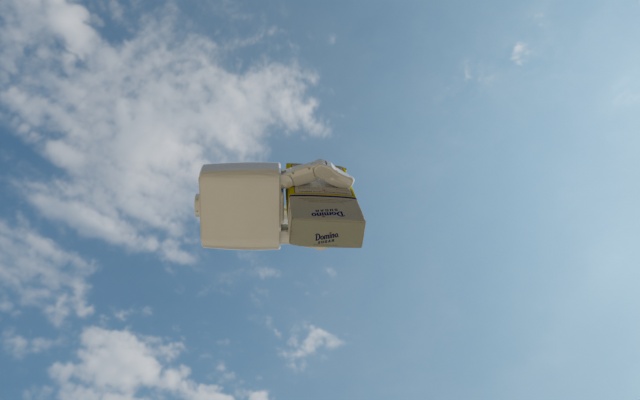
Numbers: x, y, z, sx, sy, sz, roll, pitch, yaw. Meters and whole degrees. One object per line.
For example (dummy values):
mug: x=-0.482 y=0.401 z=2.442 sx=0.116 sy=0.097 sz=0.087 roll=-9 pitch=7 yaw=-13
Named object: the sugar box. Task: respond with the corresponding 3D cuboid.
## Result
sugar box: x=0.000 y=0.003 z=0.651 sx=0.093 sy=0.048 sz=0.176 roll=3 pitch=28 yaw=-7
